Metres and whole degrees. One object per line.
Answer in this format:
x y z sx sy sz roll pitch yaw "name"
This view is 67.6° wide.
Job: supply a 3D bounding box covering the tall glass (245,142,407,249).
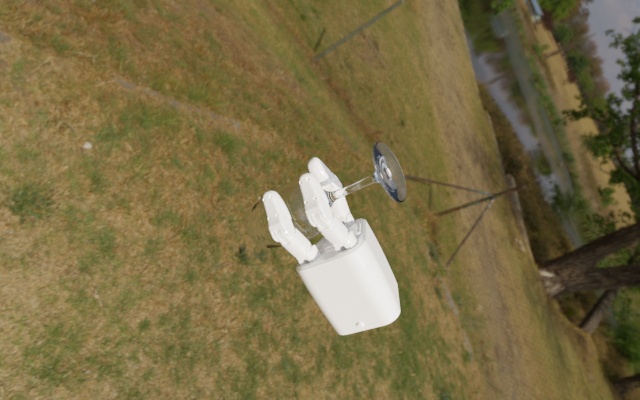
0.001 0.002 0.589 0.201 0.079 0.079 -23 -12 29 "tall glass"
